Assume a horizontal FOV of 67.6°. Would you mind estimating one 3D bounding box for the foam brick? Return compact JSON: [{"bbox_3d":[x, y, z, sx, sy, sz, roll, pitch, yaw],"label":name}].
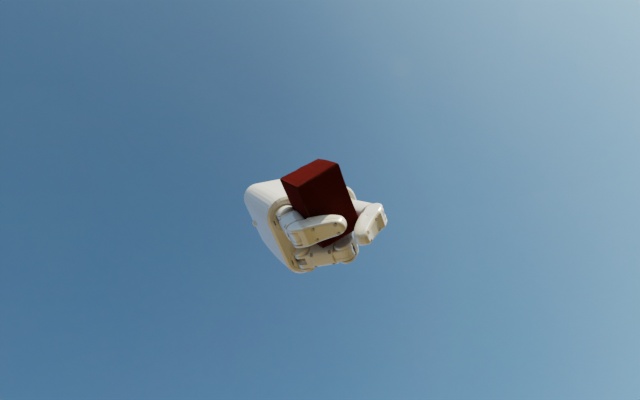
[{"bbox_3d":[0.000,0.001,0.513,0.053,0.078,0.051,-29,24,-16],"label":"foam brick"}]
